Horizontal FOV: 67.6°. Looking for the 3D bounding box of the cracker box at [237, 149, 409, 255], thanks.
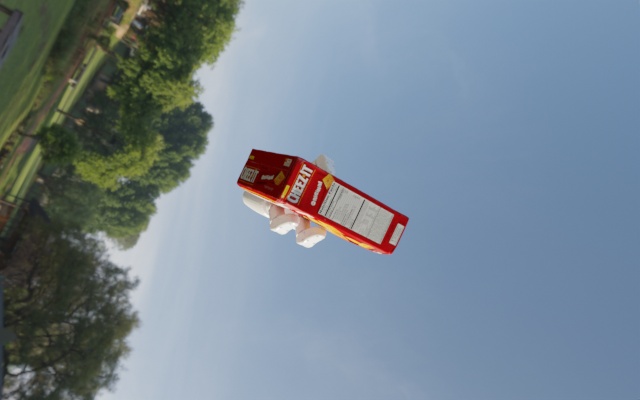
[{"bbox_3d":[0.000,0.002,0.725,0.214,0.072,0.164,27,-5,-30],"label":"cracker box"}]
